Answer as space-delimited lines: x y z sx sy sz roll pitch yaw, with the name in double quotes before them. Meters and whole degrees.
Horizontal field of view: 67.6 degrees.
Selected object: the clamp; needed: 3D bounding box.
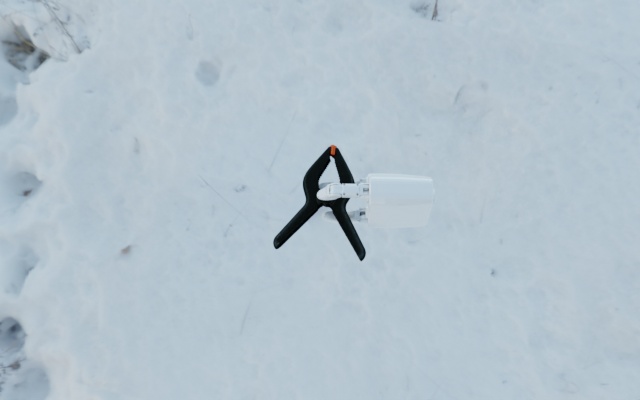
"clamp" 0.000 0.002 0.859 0.164 0.210 0.036 1 -13 3
